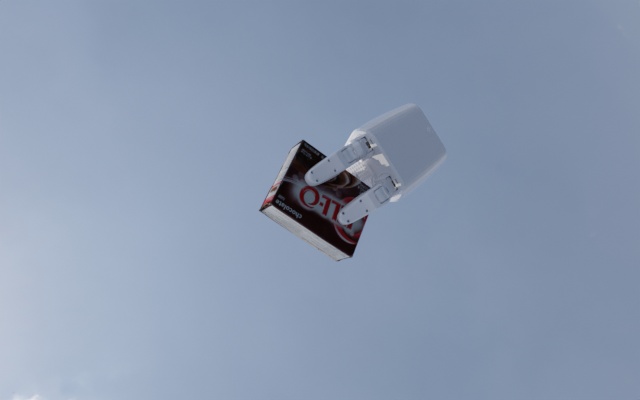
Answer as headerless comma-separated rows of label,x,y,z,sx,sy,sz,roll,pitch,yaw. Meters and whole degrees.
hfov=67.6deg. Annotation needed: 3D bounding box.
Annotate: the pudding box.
pudding box,0.000,0.002,0.534,0.113,0.090,0.039,33,-31,-16
